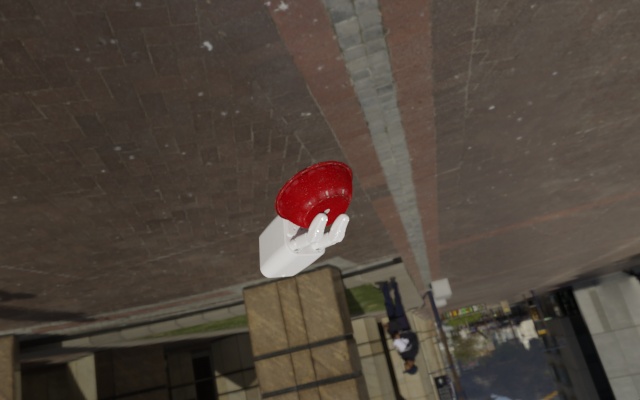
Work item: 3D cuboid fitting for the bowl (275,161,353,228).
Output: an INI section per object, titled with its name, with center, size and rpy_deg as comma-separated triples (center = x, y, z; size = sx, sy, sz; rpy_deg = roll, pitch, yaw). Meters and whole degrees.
[bowl]
center = 0.001, 0.002, 0.880
size = 0.162, 0.055, 0.162
rpy_deg = -21, -34, -15
